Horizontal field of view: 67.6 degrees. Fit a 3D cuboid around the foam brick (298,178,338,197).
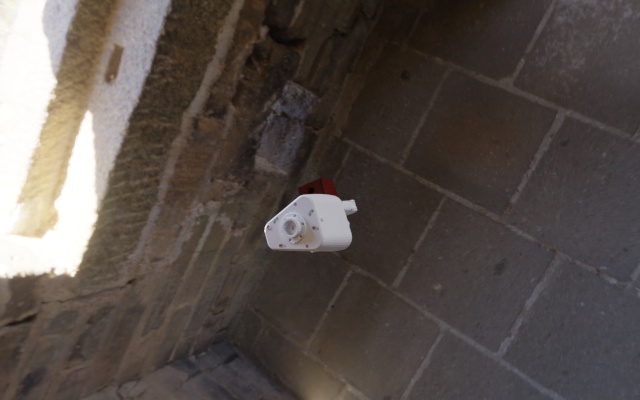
[{"bbox_3d":[0.000,0.003,0.898,0.053,0.078,0.051,-22,-12,27],"label":"foam brick"}]
